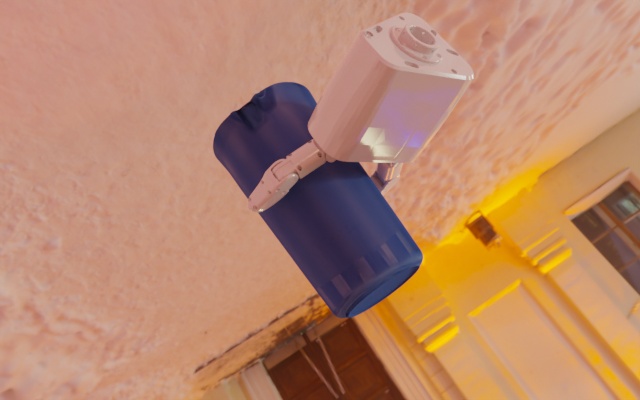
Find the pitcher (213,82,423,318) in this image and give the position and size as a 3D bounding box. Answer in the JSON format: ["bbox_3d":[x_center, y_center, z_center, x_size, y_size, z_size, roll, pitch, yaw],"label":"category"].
[{"bbox_3d":[0.000,0.002,0.526,0.149,0.242,0.145,-17,-28,-40],"label":"pitcher"}]
